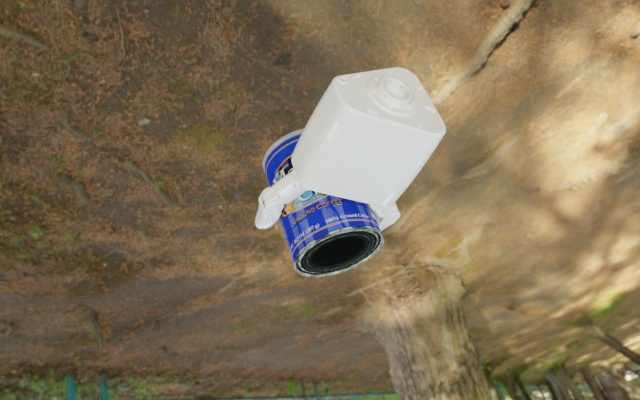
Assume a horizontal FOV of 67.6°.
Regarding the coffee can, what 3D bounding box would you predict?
[{"bbox_3d":[0.000,0.002,0.547,0.103,0.140,0.103,-15,-31,-9],"label":"coffee can"}]
